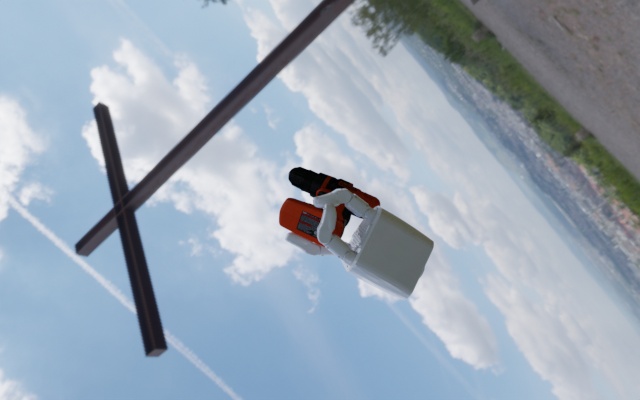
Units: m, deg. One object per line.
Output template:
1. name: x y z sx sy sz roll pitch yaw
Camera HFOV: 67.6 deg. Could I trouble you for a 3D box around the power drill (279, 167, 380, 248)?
1. power drill: 0.000 0.003 0.826 0.184 0.057 0.187 22 25 13
